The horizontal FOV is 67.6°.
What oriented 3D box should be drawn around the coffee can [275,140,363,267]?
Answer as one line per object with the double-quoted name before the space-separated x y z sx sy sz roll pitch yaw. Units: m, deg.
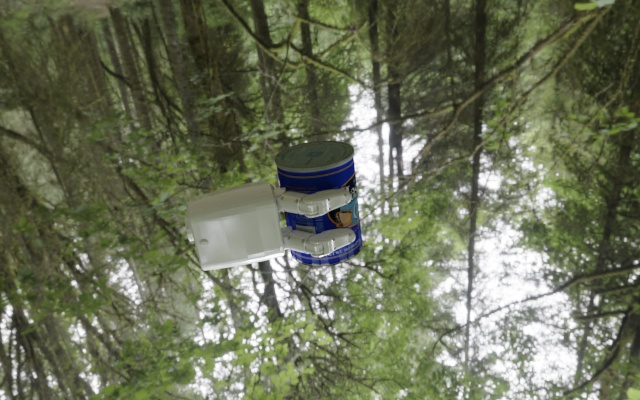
"coffee can" 0.000 0.002 0.639 0.103 0.140 0.102 -6 24 3
